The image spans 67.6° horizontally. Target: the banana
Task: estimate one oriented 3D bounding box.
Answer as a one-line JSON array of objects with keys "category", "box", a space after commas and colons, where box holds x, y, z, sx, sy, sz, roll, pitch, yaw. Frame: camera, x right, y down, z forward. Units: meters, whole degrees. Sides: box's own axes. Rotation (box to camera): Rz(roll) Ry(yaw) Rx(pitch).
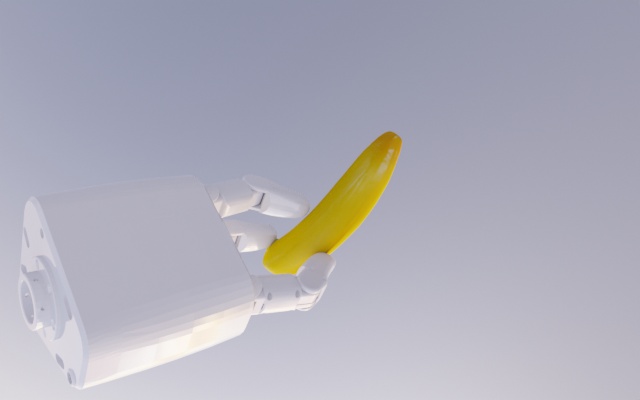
[{"category": "banana", "box": [-0.002, 0.018, 0.411, 0.037, 0.069, 0.198, 23, -43, -29]}]
